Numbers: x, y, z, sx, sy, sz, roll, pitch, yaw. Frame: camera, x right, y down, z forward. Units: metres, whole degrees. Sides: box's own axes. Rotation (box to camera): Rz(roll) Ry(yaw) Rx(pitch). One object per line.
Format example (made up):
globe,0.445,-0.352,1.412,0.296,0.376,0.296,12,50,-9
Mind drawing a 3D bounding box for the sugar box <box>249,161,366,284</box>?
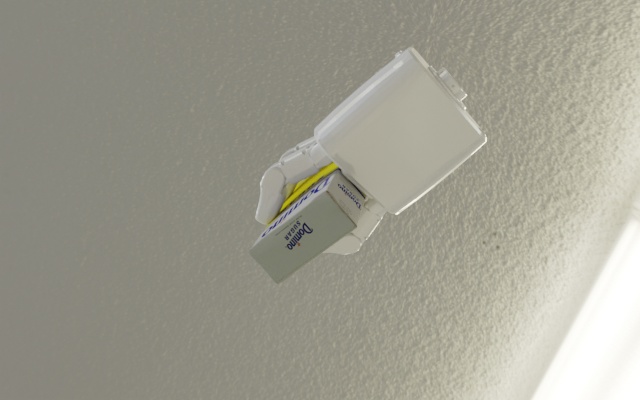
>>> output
sugar box,0.000,0.001,0.466,0.093,0.048,0.176,-38,7,21
